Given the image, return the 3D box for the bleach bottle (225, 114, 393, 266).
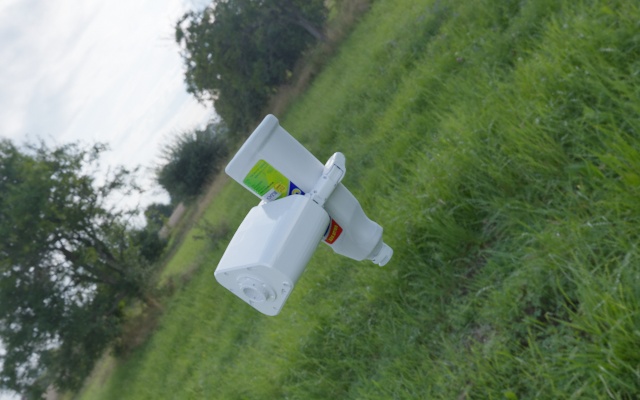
[{"bbox_3d":[0.000,0.002,0.638,0.251,0.068,0.103,38,-40,-12],"label":"bleach bottle"}]
